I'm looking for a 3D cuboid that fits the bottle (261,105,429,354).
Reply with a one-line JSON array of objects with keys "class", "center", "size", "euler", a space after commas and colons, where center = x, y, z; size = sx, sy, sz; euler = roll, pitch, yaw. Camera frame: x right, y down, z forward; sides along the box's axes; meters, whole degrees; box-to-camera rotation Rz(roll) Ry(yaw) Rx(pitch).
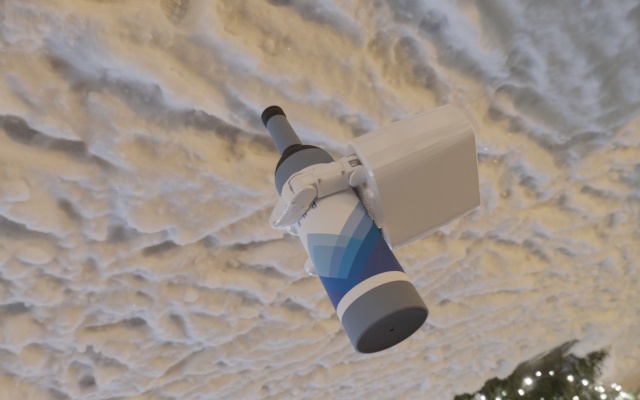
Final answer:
[{"class": "bottle", "center": [0.000, 0.002, 0.466], "size": [0.069, 0.069, 0.295], "euler": [0, 44, -32]}]
